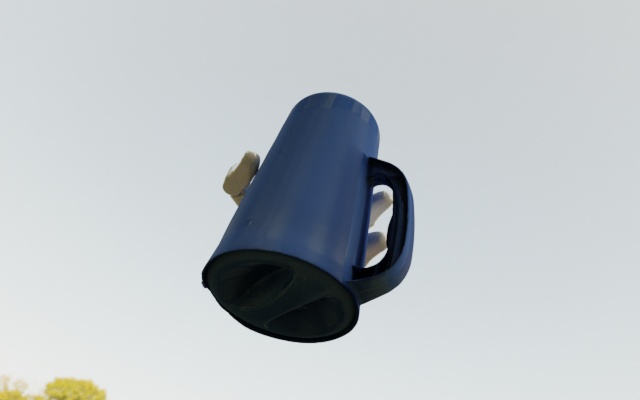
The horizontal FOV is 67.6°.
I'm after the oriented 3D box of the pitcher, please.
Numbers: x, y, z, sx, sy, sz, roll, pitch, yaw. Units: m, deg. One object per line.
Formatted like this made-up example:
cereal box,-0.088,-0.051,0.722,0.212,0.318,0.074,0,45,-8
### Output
pitcher,0.000,0.002,0.462,0.149,0.242,0.145,23,-42,-7
